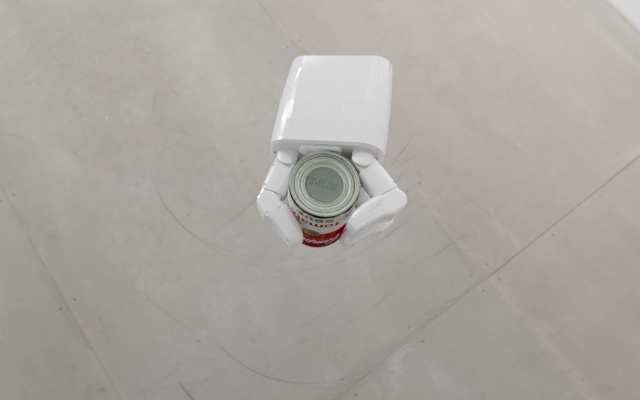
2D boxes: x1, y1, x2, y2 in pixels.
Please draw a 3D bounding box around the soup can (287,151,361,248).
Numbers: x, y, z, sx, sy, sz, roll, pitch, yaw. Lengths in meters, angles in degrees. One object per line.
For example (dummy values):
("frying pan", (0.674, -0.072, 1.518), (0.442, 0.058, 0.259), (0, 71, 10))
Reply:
("soup can", (0.000, 0.002, 0.476), (0.068, 0.068, 0.102), (0, -20, -5))
